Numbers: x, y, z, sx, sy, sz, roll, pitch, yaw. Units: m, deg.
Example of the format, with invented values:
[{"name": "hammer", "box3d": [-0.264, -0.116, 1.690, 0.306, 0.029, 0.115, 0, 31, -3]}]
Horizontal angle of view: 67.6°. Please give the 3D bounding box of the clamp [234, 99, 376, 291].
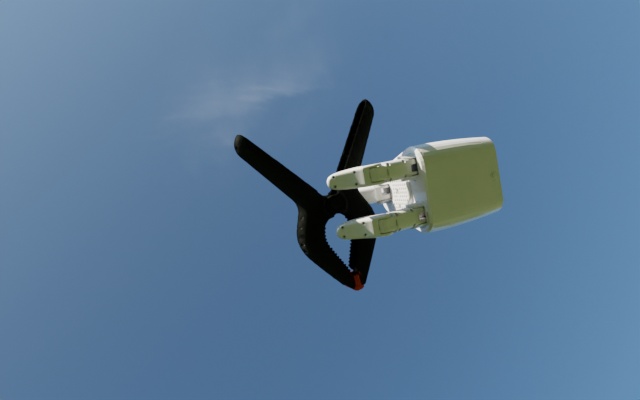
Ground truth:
[{"name": "clamp", "box3d": [0.000, 0.002, 0.531, 0.164, 0.210, 0.036, -12, 4, -18]}]
